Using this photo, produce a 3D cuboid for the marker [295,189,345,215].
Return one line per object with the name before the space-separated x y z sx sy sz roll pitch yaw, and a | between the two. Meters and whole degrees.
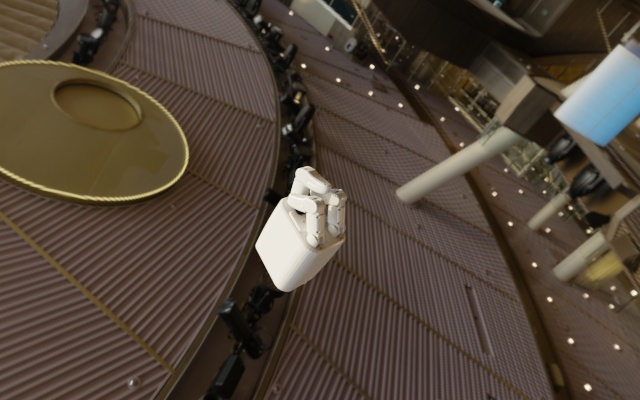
marker | 0.000 0.002 0.768 0.020 0.020 0.121 0 12 36
